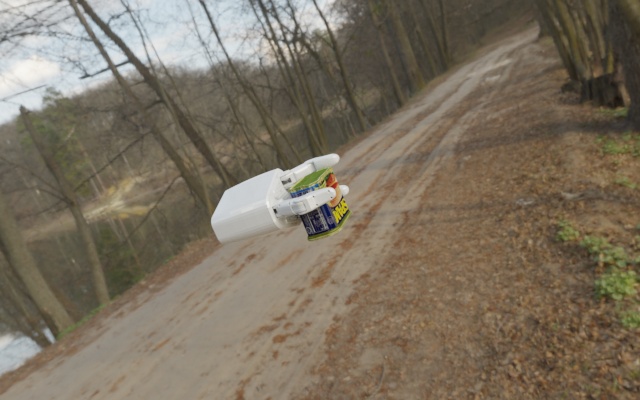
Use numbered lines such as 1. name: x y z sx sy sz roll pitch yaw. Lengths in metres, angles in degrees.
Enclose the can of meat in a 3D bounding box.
1. can of meat: 0.000 0.002 0.735 0.057 0.084 0.102 -18 12 22
